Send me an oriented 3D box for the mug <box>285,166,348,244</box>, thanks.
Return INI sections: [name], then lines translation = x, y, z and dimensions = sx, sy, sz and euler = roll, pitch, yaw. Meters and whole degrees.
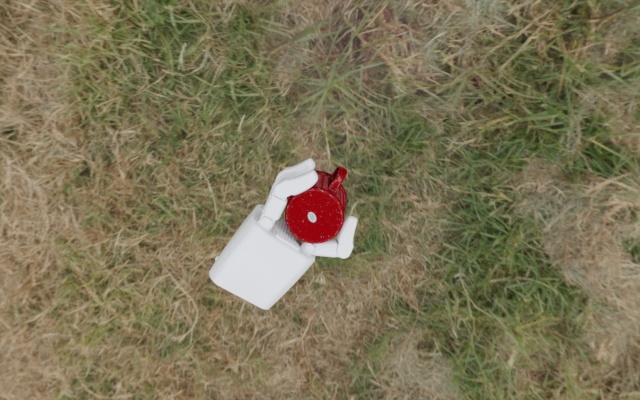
[mug]
translation = 0.001, 0.001, 0.674
dimensions = 0.093, 0.117, 0.081
euler = 37, 14, -9
